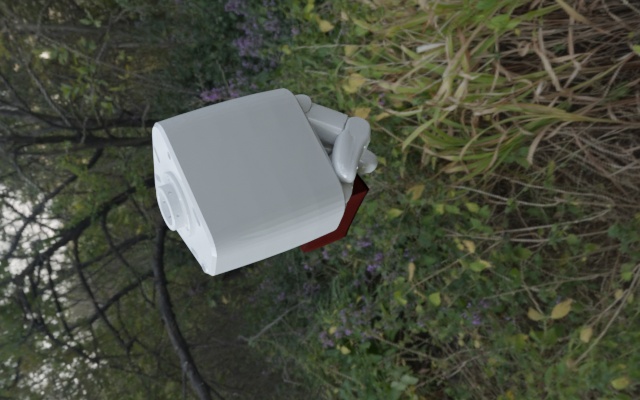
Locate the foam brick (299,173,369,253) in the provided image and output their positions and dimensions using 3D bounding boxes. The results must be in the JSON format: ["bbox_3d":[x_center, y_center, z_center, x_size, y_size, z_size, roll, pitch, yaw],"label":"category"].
[{"bbox_3d":[0.000,0.002,0.440,0.051,0.053,0.078,-21,-29,-29],"label":"foam brick"}]
